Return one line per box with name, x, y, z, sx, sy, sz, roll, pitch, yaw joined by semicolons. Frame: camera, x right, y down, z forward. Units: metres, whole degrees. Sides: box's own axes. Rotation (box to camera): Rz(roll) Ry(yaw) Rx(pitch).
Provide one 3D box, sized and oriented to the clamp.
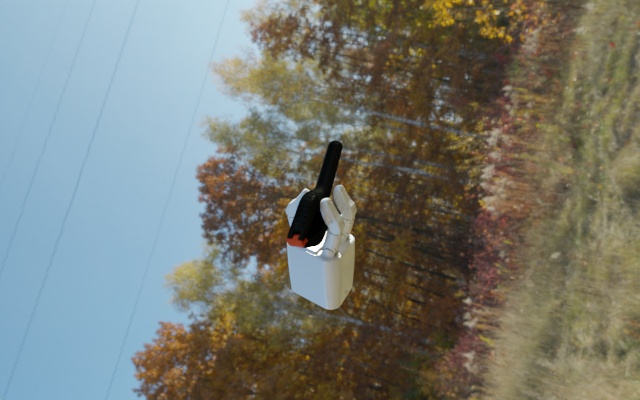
clamp;-0.001;0.003;0.796;0.036;0.165;0.210;6;27;23
